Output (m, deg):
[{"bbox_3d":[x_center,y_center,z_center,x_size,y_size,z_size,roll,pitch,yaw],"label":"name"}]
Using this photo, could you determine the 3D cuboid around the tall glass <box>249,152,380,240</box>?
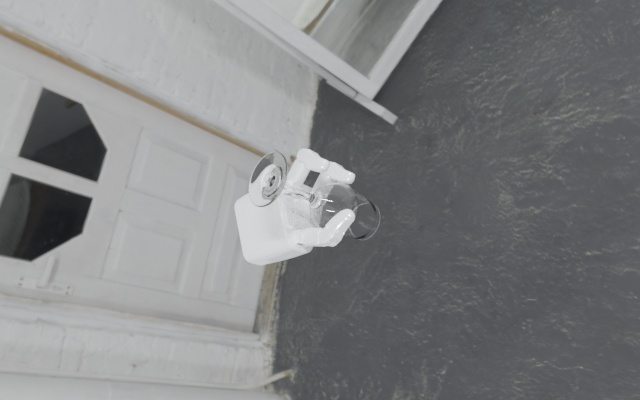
[{"bbox_3d":[0.000,0.002,0.671,0.079,0.079,0.201,0,-17,46],"label":"tall glass"}]
